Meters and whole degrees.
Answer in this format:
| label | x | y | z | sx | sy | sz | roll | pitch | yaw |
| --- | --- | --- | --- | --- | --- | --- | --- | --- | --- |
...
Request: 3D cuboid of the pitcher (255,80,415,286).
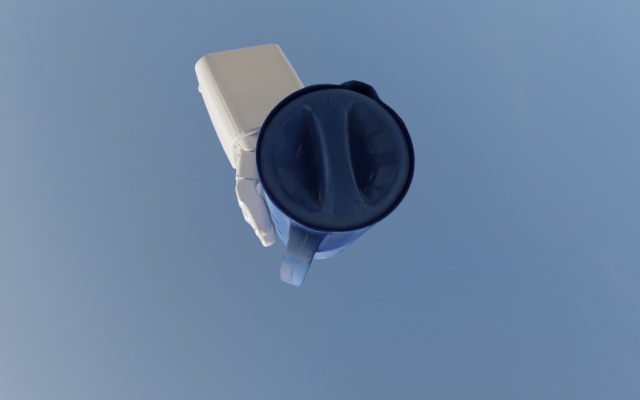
| label | x | y | z | sx | sy | sz | roll | pitch | yaw |
| --- | --- | --- | --- | --- | --- | --- | --- | --- | --- |
| pitcher | 0.000 | 0.001 | 0.502 | 0.149 | 0.145 | 0.243 | -25 | -12 | -11 |
